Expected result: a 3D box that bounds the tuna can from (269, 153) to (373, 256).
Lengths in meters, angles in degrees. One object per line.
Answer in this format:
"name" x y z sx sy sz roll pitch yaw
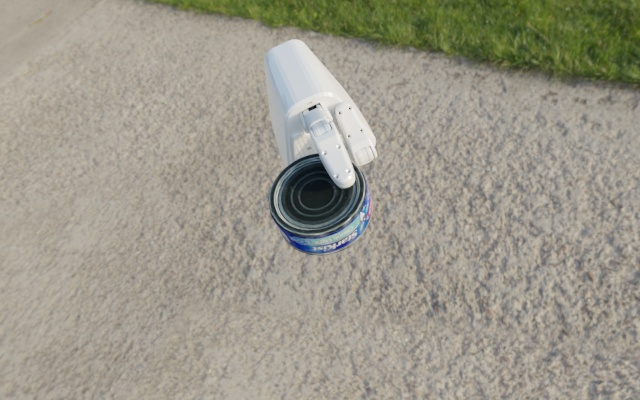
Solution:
"tuna can" 0.000 0.001 0.408 0.086 0.086 0.034 0 -32 16
